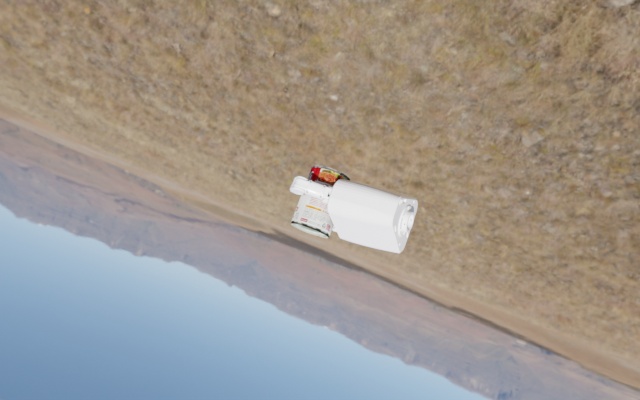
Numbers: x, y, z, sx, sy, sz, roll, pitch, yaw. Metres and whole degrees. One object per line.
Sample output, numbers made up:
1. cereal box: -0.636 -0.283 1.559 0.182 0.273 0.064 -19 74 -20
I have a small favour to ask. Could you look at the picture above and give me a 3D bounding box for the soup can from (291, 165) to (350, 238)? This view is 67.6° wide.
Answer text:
1. soup can: 0.000 0.003 0.776 0.068 0.102 0.068 20 -11 4
